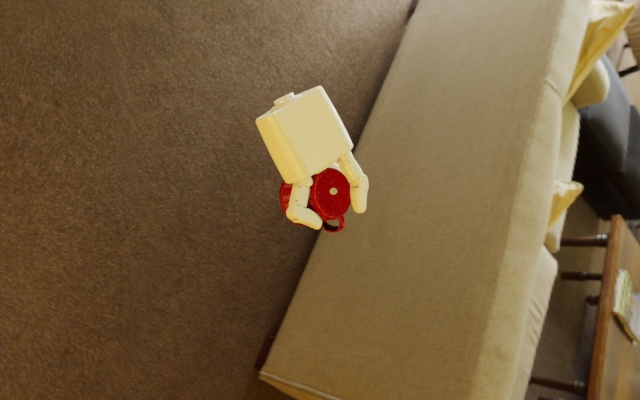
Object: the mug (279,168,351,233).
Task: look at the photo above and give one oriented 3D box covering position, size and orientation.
[{"bbox_3d":[0.001,0.004,0.764,0.081,0.117,0.093,-8,26,50],"label":"mug"}]
